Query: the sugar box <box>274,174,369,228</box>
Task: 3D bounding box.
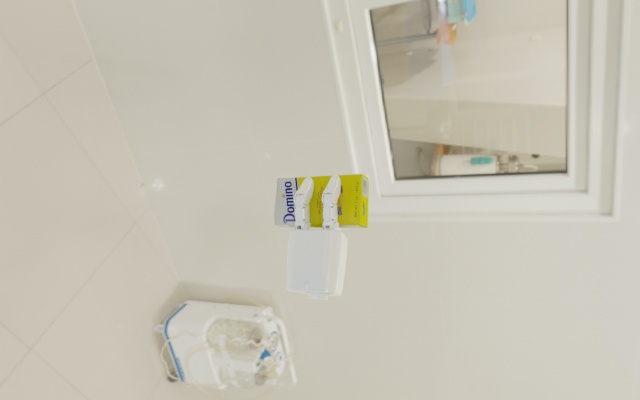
[{"bbox_3d":[0.000,0.003,0.876,0.176,0.093,0.048,-2,-12,25],"label":"sugar box"}]
